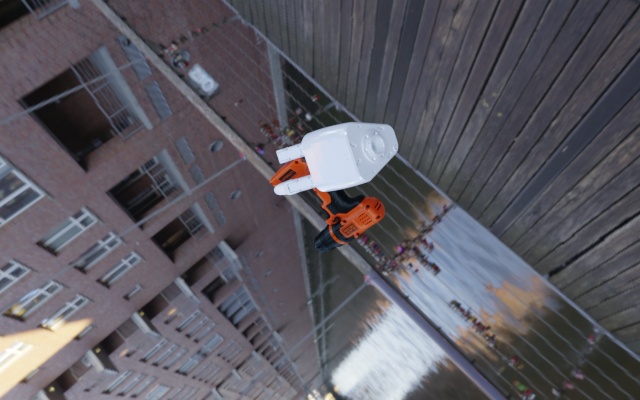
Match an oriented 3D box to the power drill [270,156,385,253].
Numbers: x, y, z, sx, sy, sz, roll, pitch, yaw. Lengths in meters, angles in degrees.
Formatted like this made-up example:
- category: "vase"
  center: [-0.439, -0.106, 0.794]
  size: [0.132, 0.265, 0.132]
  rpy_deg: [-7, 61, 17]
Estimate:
- category: "power drill"
  center: [0.000, 0.002, 0.871]
  size: [0.184, 0.188, 0.057]
  rpy_deg: [-38, 12, 42]
